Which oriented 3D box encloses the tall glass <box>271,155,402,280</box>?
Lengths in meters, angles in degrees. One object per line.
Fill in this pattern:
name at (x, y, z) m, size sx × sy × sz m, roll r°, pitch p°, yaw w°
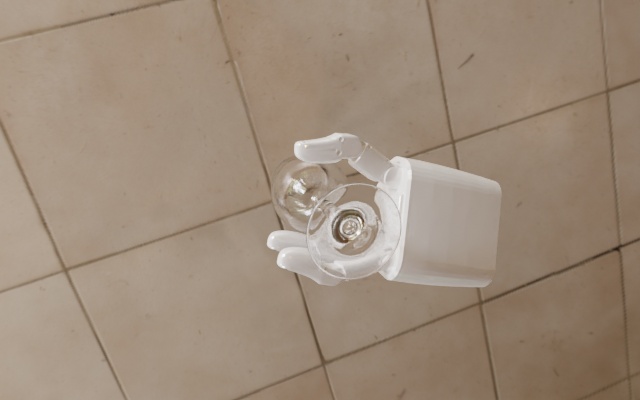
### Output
tall glass at (0.000, 0.002, 0.442) m, size 0.079 × 0.079 × 0.201 m, roll 0°, pitch 13°, yaw -16°
